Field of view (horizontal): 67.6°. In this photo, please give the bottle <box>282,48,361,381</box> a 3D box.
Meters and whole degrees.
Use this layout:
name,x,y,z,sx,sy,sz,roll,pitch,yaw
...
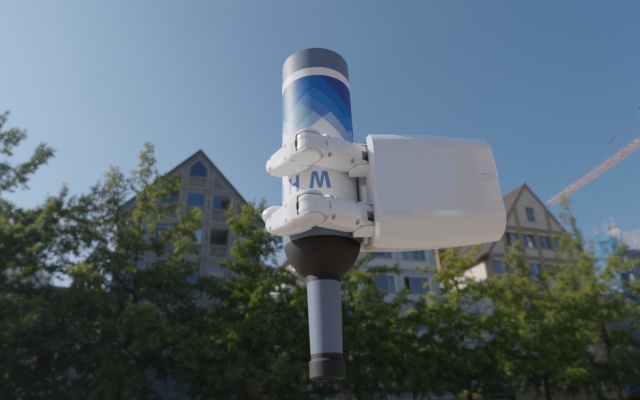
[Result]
name,x,y,z,sx,sy,sz,roll,pitch,yaw
bottle,0.000,0.001,0.421,0.069,0.295,0.069,-2,-25,-1
